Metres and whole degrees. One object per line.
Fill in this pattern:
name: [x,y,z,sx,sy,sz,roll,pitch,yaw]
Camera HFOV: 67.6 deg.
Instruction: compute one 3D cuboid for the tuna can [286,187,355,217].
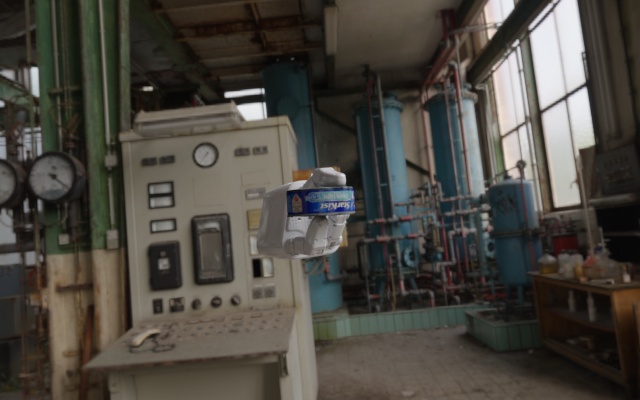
tuna can: [0.000,0.001,0.595,0.086,0.034,0.086,-3,0,0]
